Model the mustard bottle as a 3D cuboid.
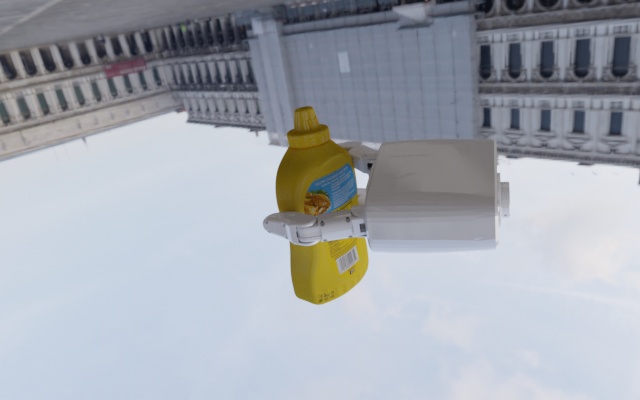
[{"bbox_3d":[0.000,0.002,0.481,0.058,0.192,0.096,11,30,42],"label":"mustard bottle"}]
